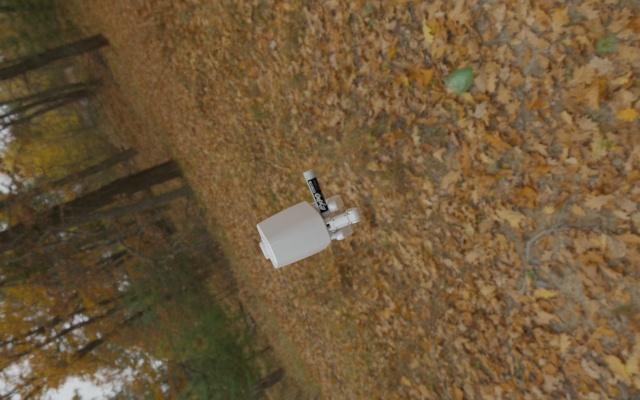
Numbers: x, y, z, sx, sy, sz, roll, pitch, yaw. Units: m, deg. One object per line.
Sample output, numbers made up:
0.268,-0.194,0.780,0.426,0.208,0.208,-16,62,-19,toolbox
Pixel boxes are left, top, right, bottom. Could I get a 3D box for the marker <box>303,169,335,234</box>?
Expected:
0.000,0.003,0.857,0.020,0.121,0.020,-22,7,3,marker
